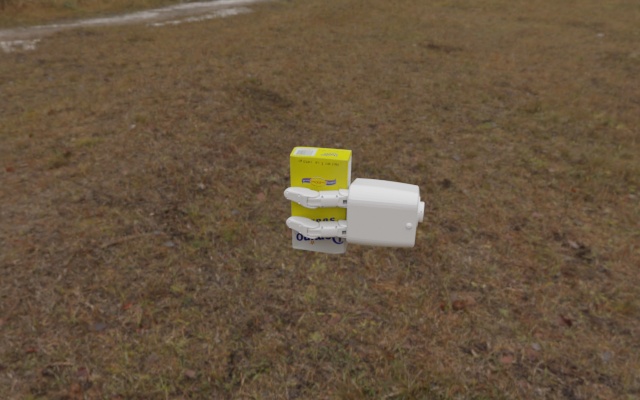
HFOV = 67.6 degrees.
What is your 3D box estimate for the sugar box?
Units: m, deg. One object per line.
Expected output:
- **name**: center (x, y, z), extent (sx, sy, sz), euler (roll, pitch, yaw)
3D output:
- **sugar box**: center (0.000, 0.003, 0.777), extent (0.093, 0.176, 0.048), euler (6, 28, 11)
